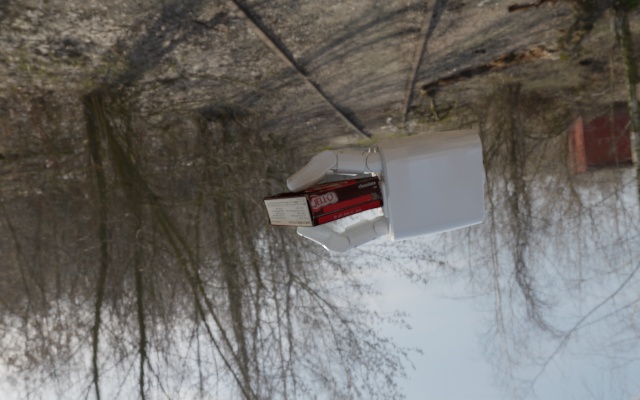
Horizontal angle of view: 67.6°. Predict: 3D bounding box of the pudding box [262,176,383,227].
[{"bbox_3d":[0.000,0.002,0.527,0.090,0.039,0.113,-14,3,-29],"label":"pudding box"}]
